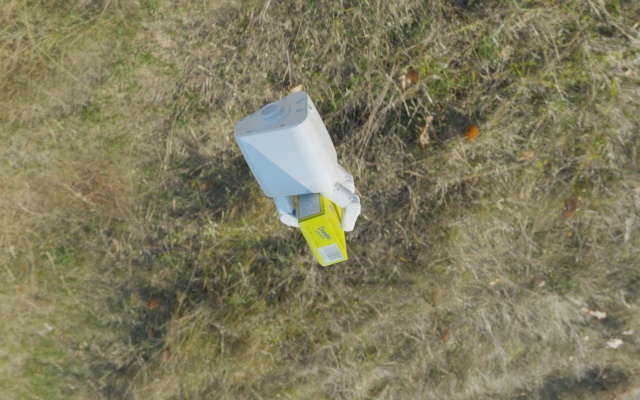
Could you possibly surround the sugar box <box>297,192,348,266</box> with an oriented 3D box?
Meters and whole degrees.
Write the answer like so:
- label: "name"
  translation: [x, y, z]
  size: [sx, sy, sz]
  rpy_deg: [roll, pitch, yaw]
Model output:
- label: "sugar box"
  translation: [0.001, 0.002, 0.710]
  size: [0.048, 0.093, 0.176]
  rpy_deg: [-17, 38, 12]
